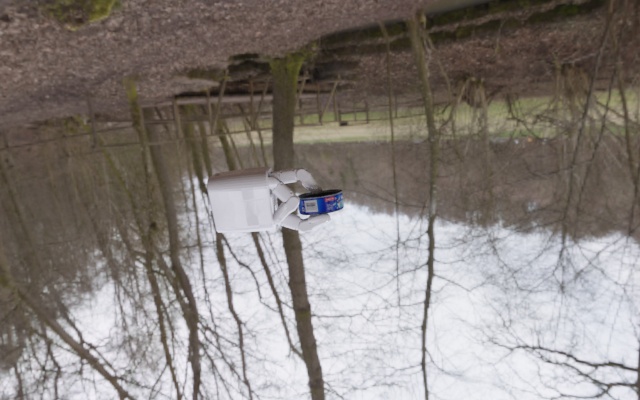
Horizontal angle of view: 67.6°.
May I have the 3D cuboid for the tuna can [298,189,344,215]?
[{"bbox_3d":[0.000,0.003,0.890,0.086,0.034,0.086,-8,8,1],"label":"tuna can"}]
